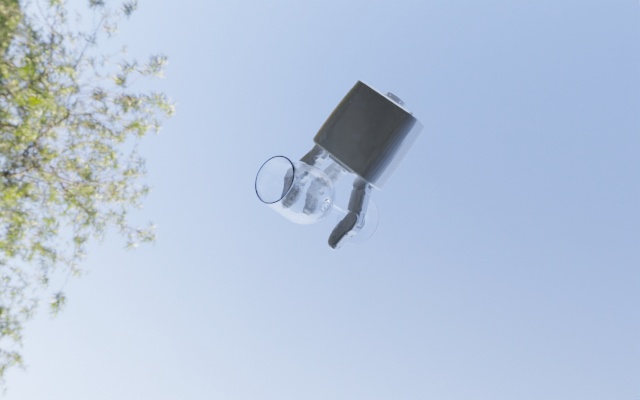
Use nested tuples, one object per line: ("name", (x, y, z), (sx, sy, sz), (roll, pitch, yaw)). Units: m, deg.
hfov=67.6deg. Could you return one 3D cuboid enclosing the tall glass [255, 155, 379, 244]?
("tall glass", (0.000, 0.002, 0.650), (0.079, 0.079, 0.201), (0, -16, 36))
